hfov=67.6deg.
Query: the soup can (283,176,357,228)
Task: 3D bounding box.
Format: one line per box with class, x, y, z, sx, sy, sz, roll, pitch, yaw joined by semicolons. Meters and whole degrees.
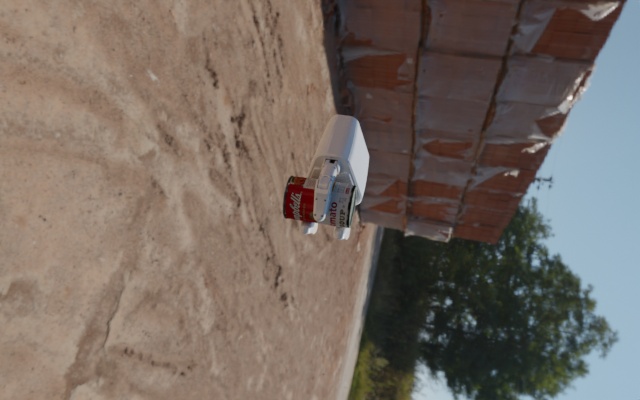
soup can;0.000;0.003;0.732;0.102;0.068;0.068;9;1;9
